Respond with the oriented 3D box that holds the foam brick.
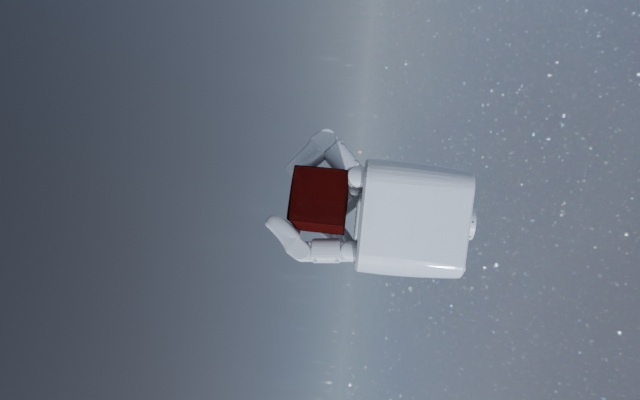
[{"bbox_3d":[0.000,0.002,0.462,0.051,0.053,0.078,6,-10,5],"label":"foam brick"}]
